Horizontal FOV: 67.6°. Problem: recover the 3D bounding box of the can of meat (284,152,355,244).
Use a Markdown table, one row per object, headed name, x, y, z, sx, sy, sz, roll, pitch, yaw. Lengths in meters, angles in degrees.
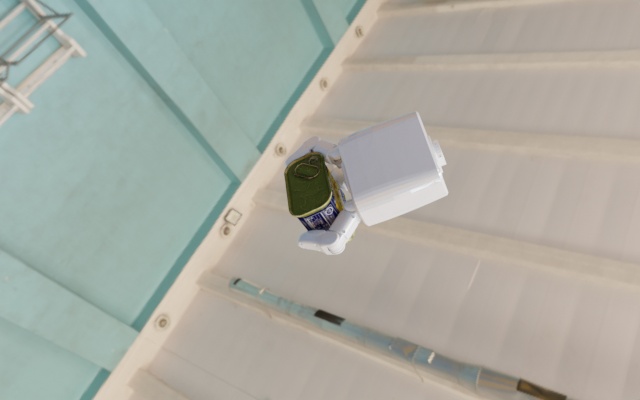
| name | x | y | z | sx | sy | sz | roll | pitch | yaw |
| --- | --- | --- | --- | --- | --- | --- | --- | --- | --- |
| can of meat | 0.000 | 0.002 | 0.618 | 0.057 | 0.102 | 0.084 | -24 | -46 | 12 |
